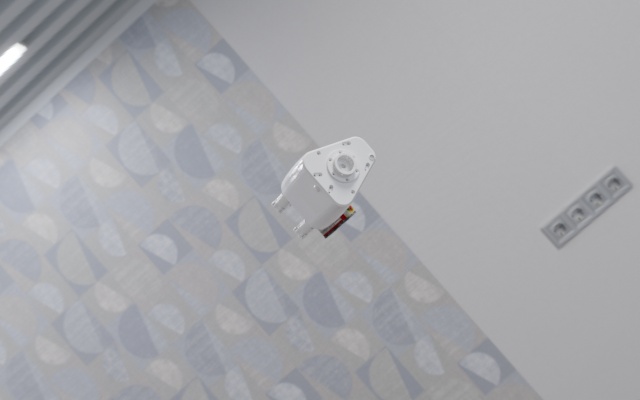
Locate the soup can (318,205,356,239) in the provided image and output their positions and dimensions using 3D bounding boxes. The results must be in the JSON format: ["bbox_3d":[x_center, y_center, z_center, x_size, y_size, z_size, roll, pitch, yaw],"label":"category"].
[{"bbox_3d":[0.000,0.002,0.781,0.068,0.102,0.068,-41,-2,-2],"label":"soup can"}]
